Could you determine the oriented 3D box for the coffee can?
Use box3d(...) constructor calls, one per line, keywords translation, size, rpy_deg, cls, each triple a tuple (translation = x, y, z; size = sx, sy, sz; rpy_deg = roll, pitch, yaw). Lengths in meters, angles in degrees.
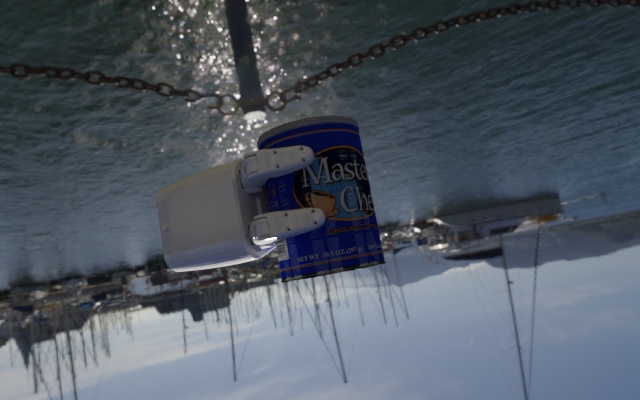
box3d(translation=(0.000, 0.001, 0.466), size=(0.103, 0.140, 0.103), rpy_deg=(-10, -8, -1), cls="coffee can")
